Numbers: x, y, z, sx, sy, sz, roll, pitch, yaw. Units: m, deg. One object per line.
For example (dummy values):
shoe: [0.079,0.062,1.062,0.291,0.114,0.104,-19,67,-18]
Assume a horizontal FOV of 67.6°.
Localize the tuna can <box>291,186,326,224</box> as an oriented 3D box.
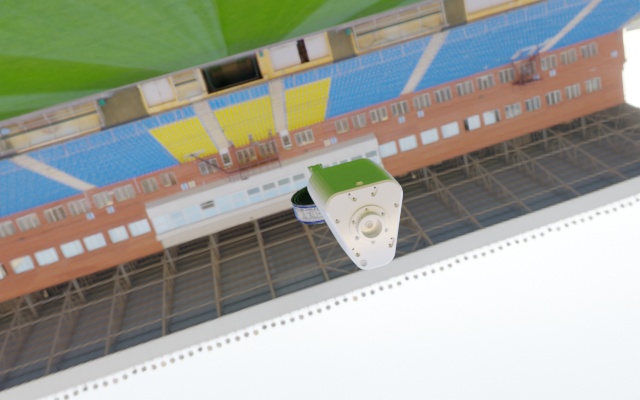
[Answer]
tuna can: [0.000,0.003,0.727,0.086,0.034,0.086,-13,22,6]
